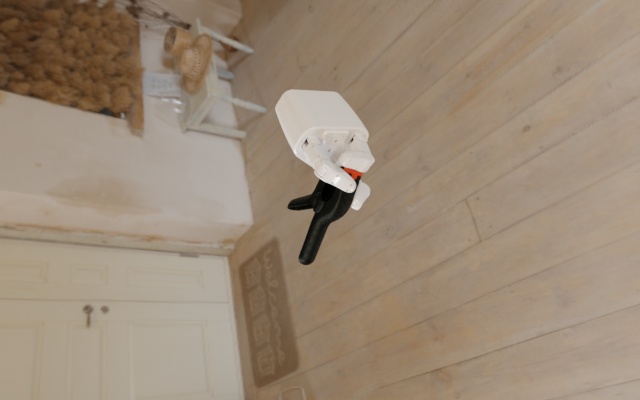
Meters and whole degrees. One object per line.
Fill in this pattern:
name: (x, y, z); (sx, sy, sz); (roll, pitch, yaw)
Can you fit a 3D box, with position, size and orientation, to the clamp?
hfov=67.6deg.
clamp: (0.000, 0.002, 0.725); (0.039, 0.171, 0.120); (10, 38, -38)
